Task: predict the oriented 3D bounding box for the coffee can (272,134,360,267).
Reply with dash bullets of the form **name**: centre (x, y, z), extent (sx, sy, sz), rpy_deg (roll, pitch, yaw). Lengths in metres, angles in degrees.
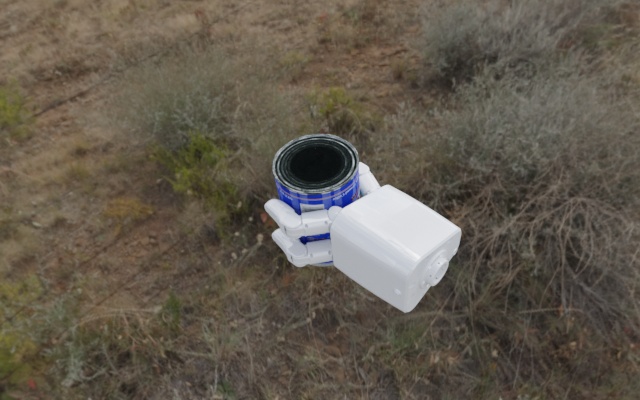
- **coffee can**: centre (0.000, 0.002, 0.607), extent (0.103, 0.102, 0.140), rpy_deg (0, -43, 7)
